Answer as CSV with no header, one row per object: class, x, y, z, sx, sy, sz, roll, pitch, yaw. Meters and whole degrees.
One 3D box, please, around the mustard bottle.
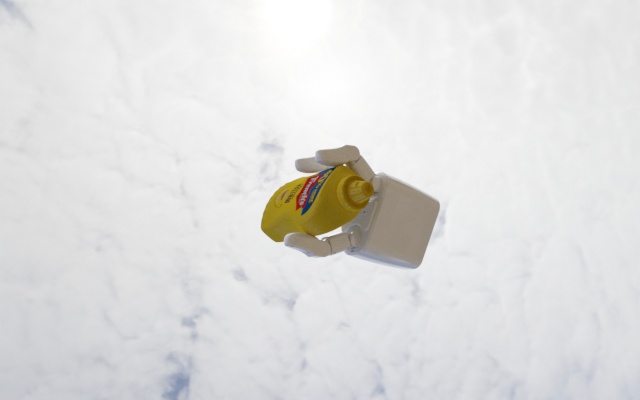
mustard bottle,0.000,0.002,0.601,0.058,0.096,0.191,45,-29,-20
